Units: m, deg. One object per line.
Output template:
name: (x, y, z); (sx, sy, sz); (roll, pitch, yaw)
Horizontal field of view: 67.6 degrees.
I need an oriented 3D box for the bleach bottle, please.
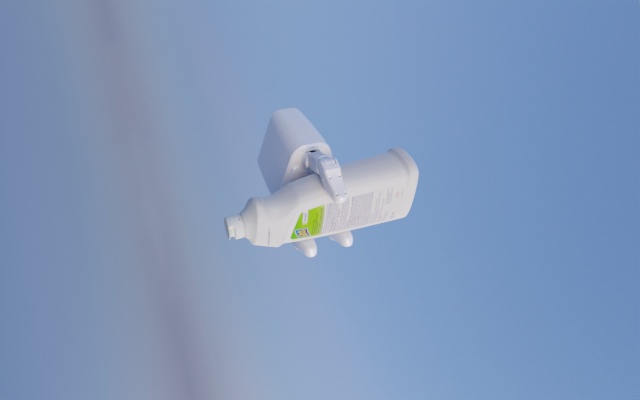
bleach bottle: (0.000, 0.002, 0.624); (0.251, 0.103, 0.068); (-13, 44, -20)
